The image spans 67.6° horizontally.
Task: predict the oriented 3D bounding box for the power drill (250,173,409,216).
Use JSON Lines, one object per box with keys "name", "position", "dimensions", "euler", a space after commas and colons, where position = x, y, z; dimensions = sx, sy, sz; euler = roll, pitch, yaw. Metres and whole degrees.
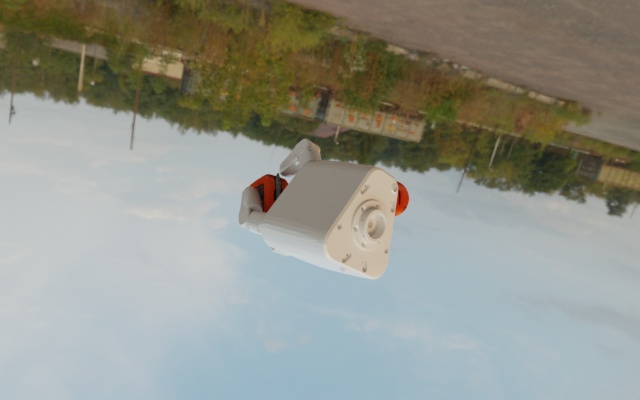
{"name": "power drill", "position": [0.000, 0.002, 0.648], "dimensions": [0.187, 0.057, 0.184], "euler": [0, -8, -21]}
